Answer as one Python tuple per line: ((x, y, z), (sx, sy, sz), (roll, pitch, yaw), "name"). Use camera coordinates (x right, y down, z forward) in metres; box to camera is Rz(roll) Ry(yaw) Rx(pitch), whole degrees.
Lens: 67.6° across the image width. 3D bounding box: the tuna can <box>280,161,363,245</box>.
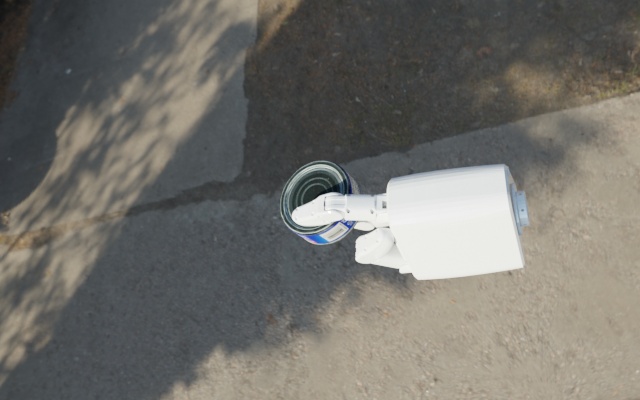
((0.000, 0.001, 0.508), (0.086, 0.086, 0.034), (0, -21, 31), "tuna can")
